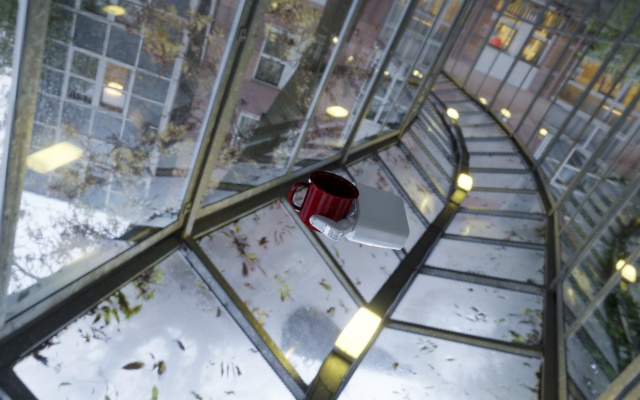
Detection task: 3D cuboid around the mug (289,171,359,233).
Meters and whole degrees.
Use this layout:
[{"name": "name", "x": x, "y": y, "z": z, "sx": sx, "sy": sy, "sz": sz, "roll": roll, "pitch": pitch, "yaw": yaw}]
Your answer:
[{"name": "mug", "x": -0.001, "y": 0.003, "z": 0.846, "sx": 0.117, "sy": 0.081, "sz": 0.093, "roll": 13, "pitch": 27, "yaw": -18}]
